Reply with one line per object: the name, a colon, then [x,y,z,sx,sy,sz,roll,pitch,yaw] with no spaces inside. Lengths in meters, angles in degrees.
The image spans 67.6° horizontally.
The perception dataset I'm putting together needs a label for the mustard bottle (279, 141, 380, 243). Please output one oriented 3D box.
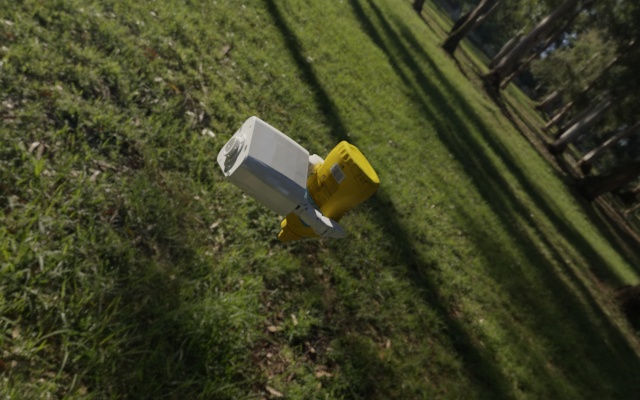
mustard bottle: [0.001,0.002,0.762,0.192,0.096,0.058,-44,-34,21]
